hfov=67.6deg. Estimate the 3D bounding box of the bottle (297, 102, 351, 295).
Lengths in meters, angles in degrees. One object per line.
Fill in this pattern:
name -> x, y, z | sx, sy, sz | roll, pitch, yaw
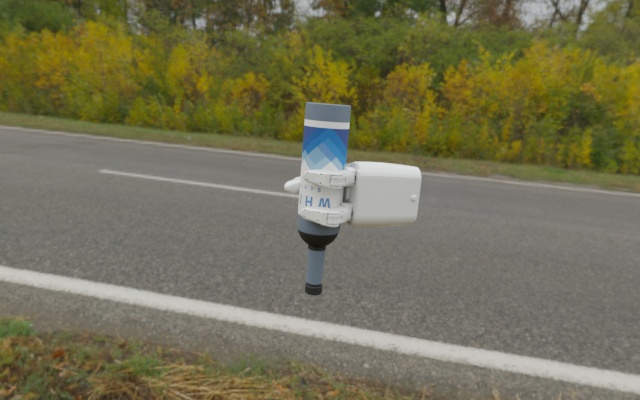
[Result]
bottle -> 0.000, 0.002, 0.729 | 0.069, 0.296, 0.069 | 4, 12, -1
